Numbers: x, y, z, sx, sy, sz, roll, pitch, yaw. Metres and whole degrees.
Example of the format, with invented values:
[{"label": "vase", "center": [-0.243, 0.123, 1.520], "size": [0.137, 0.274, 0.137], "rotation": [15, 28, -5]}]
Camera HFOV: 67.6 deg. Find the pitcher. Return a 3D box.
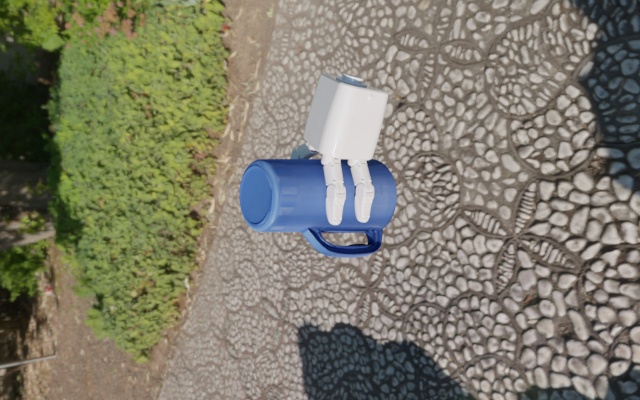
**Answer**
[{"label": "pitcher", "center": [0.000, 0.002, 0.769], "size": [0.243, 0.145, 0.149], "rotation": [0, 25, -39]}]
